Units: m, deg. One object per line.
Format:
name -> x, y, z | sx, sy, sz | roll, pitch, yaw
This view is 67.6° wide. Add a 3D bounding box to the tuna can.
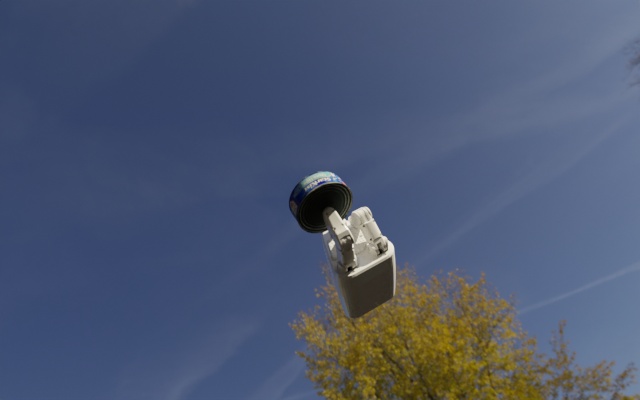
tuna can -> 0.000, 0.002, 0.666 | 0.086, 0.086, 0.033 | 0, 35, -33
